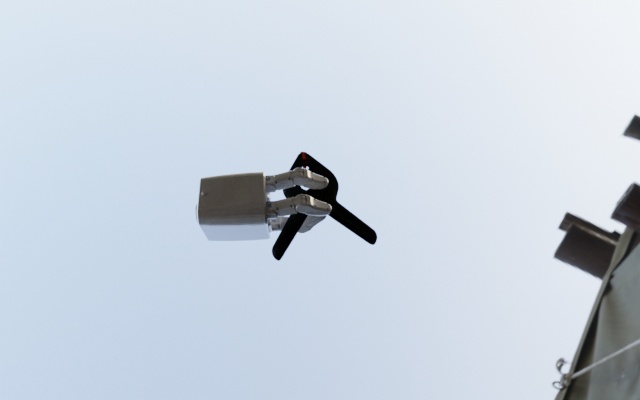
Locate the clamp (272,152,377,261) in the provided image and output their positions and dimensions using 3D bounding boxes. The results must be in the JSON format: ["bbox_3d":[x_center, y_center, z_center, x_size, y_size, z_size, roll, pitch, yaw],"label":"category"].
[{"bbox_3d":[0.000,0.003,0.789,0.164,0.209,0.036,-3,-38,-5],"label":"clamp"}]
